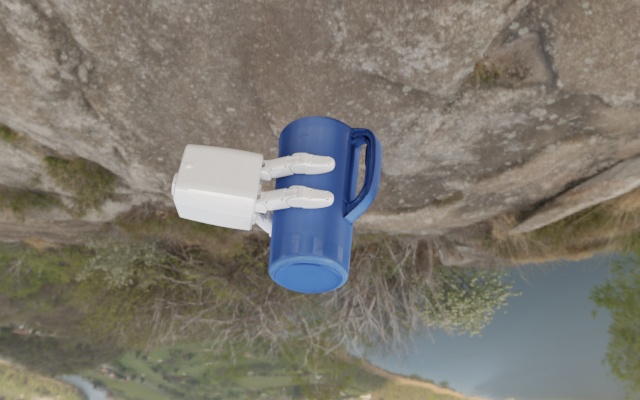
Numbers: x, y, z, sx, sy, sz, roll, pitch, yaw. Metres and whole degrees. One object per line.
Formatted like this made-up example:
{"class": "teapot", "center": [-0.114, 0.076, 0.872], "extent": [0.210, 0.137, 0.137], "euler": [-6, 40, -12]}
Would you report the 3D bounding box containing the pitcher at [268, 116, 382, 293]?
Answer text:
{"class": "pitcher", "center": [0.000, 0.002, 0.695], "extent": [0.145, 0.242, 0.149], "euler": [11, -35, -9]}
